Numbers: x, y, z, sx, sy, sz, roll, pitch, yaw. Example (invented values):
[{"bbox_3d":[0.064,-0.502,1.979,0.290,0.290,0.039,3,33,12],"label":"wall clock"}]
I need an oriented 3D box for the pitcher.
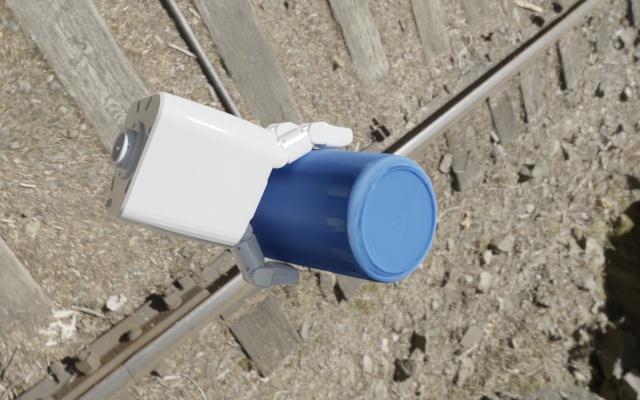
[{"bbox_3d":[0.000,0.002,0.490,0.145,0.149,0.243,19,-7,-37],"label":"pitcher"}]
